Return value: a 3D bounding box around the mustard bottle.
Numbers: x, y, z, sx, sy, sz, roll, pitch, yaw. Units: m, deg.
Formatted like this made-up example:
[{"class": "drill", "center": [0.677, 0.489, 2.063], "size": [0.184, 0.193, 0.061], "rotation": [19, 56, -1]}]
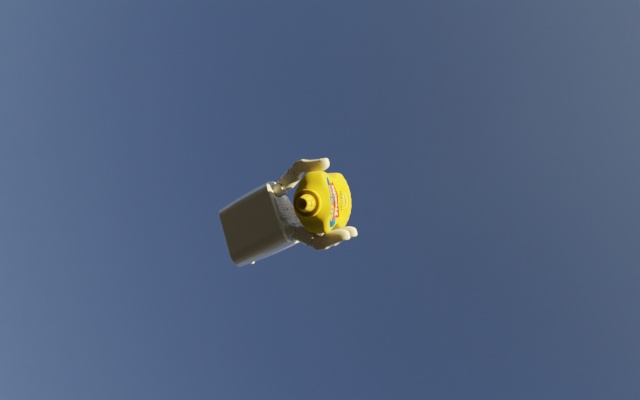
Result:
[{"class": "mustard bottle", "center": [0.001, 0.002, 0.754], "size": [0.058, 0.096, 0.191], "rotation": [-2, 1, 16]}]
